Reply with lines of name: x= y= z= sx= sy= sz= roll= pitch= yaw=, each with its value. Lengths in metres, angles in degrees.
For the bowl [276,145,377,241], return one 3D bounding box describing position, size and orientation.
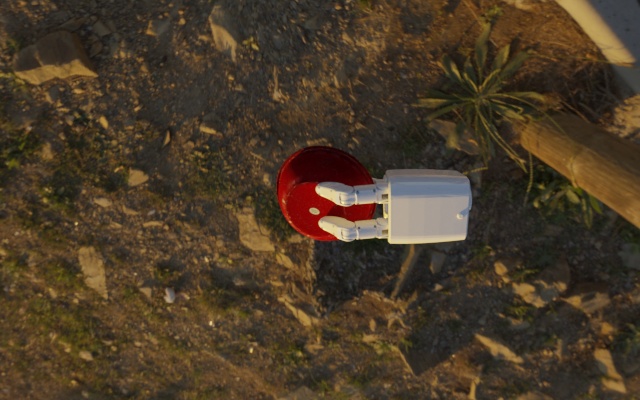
bowl: x=-0.001 y=0.003 z=0.715 sx=0.162 sy=0.162 sz=0.055 roll=0 pitch=27 yaw=19
